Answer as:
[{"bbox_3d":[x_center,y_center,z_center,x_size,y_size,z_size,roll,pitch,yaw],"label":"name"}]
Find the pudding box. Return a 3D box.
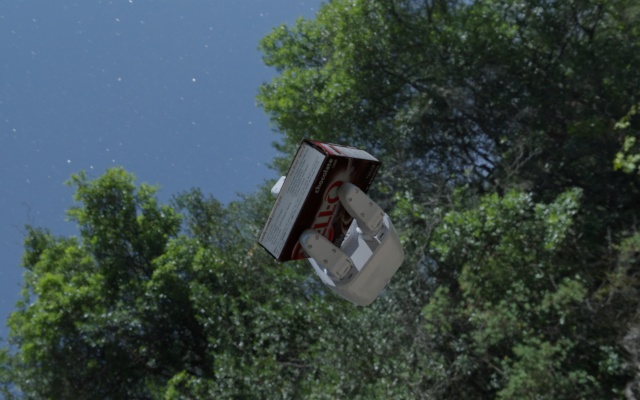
[{"bbox_3d":[0.000,0.001,0.455,0.039,0.113,0.090,34,19,32],"label":"pudding box"}]
